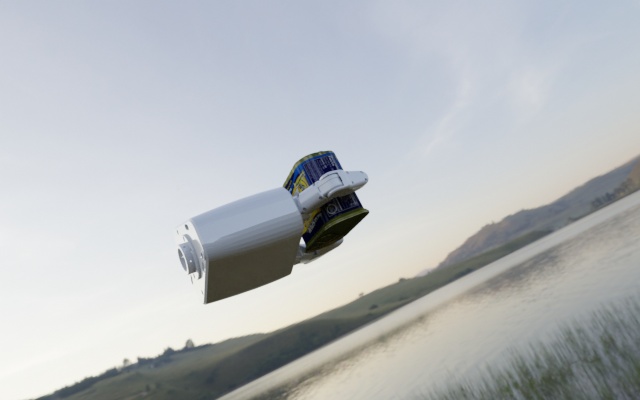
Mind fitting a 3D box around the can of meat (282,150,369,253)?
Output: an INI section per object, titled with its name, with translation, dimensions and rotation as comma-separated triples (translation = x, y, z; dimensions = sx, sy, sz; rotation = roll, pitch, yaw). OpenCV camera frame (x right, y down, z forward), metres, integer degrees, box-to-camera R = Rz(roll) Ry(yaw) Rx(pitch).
[can of meat]
translation = 0.000, 0.001, 0.551
dimensions = 0.057, 0.084, 0.102
rotation = -19, -17, -27
